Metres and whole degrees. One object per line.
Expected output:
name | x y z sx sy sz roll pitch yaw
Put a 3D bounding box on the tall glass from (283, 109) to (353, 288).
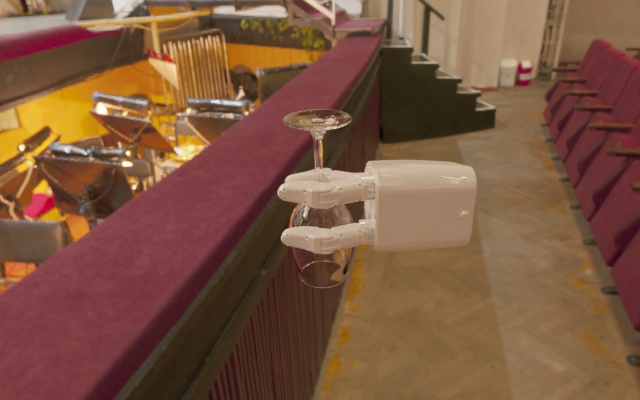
tall glass | 0.000 0.001 0.554 0.079 0.201 0.079 -1 26 1
